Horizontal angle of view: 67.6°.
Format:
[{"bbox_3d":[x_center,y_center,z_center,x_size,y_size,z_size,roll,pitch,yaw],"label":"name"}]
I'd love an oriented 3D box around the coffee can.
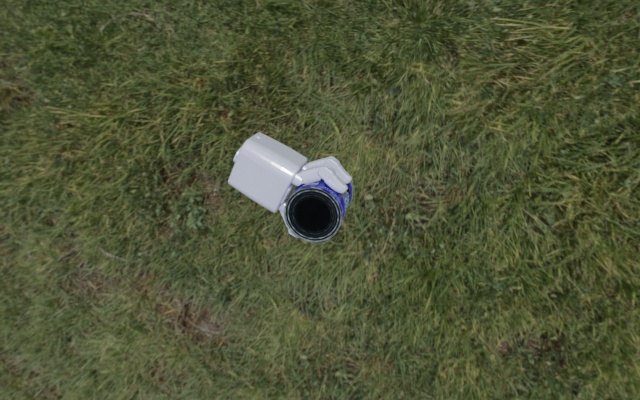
[{"bbox_3d":[0.000,0.003,0.884,0.103,0.103,0.140,0,19,12],"label":"coffee can"}]
